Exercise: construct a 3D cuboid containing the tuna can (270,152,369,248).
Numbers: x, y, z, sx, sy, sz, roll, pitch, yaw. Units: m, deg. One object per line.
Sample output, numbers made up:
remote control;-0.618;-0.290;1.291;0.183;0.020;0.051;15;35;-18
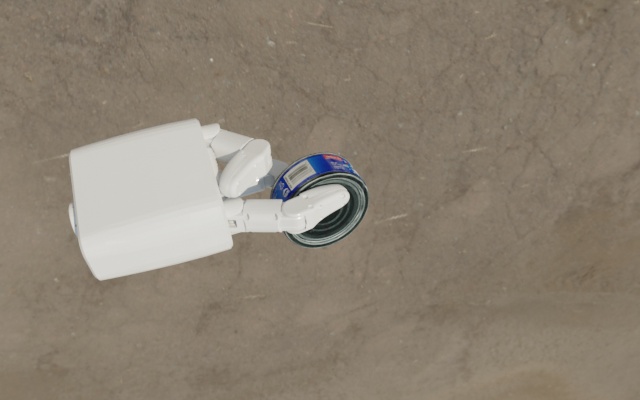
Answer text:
tuna can;0.000;0.002;0.430;0.086;0.086;0.033;0;35;-28
